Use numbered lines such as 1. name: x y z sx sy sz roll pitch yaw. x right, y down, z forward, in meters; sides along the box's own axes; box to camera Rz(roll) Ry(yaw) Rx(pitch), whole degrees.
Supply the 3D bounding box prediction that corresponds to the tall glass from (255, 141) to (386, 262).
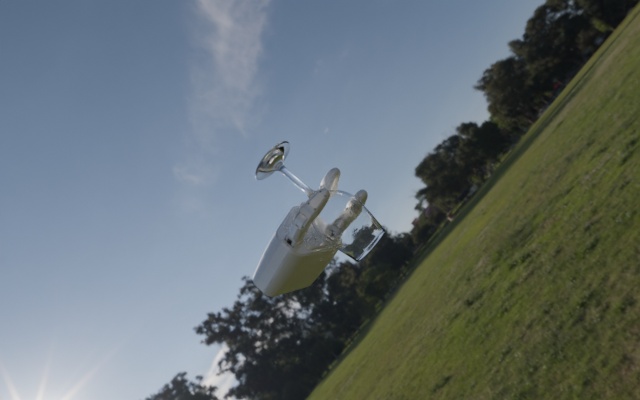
1. tall glass: 0.000 0.002 0.705 0.201 0.079 0.079 41 11 14
